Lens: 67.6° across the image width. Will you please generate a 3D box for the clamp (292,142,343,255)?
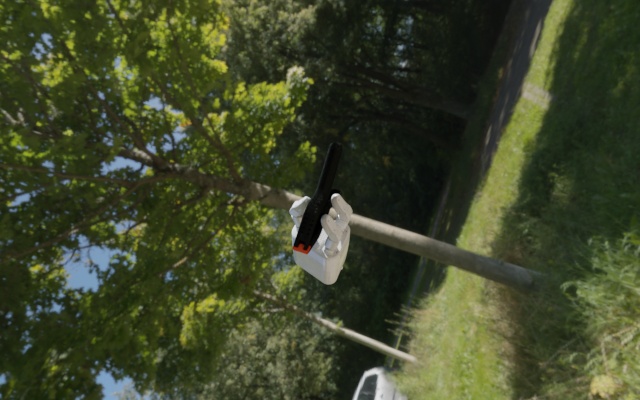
[{"bbox_3d":[-0.001,0.003,0.897,0.036,0.209,0.165,16,-39,14],"label":"clamp"}]
